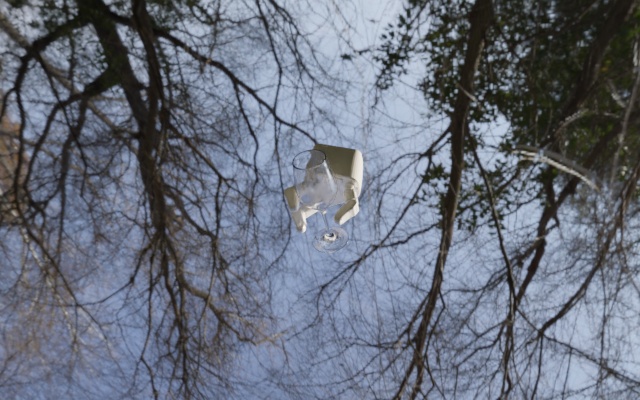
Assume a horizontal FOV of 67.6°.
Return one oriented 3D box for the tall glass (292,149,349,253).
[{"bbox_3d":[0.000,0.004,0.900,0.079,0.201,0.079,-9,39,7],"label":"tall glass"}]
